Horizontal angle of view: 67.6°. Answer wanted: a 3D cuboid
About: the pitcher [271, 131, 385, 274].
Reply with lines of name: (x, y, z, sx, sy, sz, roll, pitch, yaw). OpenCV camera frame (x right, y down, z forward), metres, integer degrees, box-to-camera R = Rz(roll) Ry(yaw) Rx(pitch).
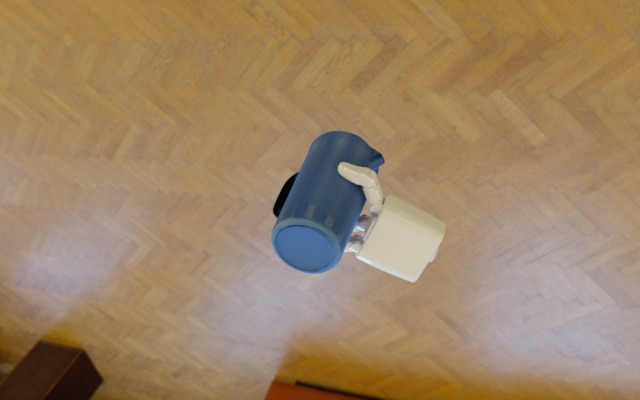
pitcher: (0.000, 0.003, 0.779, 0.145, 0.149, 0.242, 26, 40, -1)
